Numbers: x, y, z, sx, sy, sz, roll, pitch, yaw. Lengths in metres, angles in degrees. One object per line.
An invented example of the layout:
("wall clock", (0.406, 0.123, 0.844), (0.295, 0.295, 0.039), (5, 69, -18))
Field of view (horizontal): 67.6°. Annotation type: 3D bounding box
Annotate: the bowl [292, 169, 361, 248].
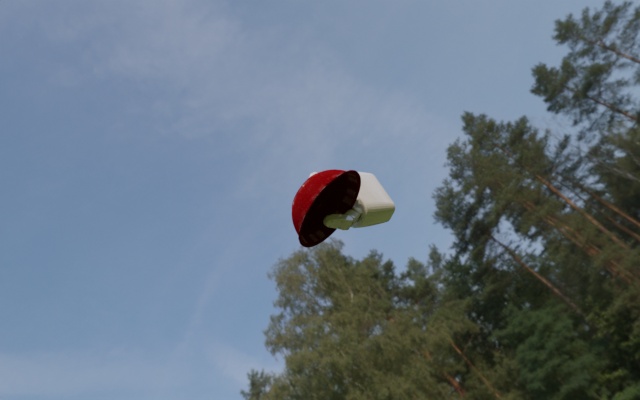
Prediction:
("bowl", (-0.001, 0.002, 0.843), (0.055, 0.162, 0.162), (36, 17, 24))
